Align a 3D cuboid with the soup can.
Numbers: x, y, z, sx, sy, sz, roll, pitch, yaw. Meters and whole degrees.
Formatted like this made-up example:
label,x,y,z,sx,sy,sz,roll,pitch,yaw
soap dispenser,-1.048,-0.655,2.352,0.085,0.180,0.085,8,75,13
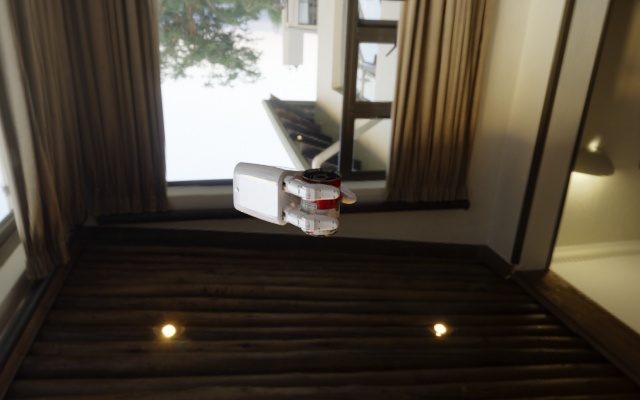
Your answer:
label,x,y,z,sx,sy,sz,roll,pitch,yaw
soup can,0.001,0.003,0.821,0.068,0.102,0.068,2,21,-1
